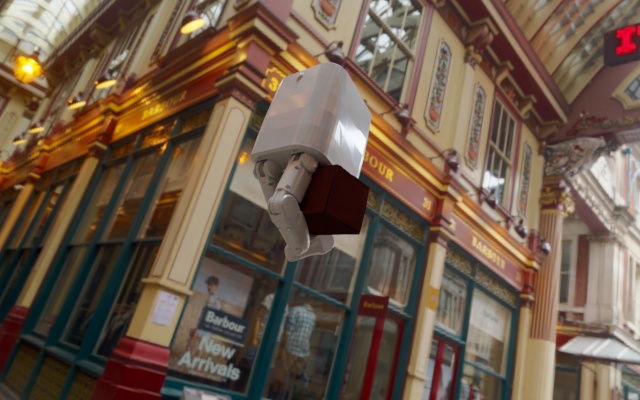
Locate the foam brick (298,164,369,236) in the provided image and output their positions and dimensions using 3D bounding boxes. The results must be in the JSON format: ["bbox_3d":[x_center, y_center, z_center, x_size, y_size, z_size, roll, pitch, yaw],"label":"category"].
[{"bbox_3d":[0.000,0.002,0.473,0.078,0.051,0.053,-5,-30,44],"label":"foam brick"}]
